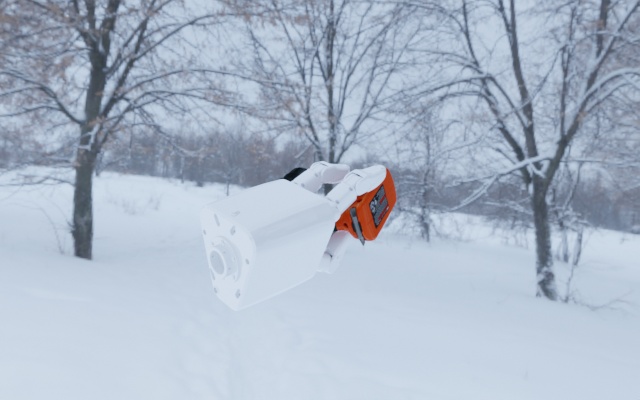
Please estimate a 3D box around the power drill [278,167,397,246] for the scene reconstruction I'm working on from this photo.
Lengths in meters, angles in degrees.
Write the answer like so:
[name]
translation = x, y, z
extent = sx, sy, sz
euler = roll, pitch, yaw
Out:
[power drill]
translation = 0.000, 0.002, 0.630
extent = 0.187, 0.057, 0.184
euler = -6, 29, 30
